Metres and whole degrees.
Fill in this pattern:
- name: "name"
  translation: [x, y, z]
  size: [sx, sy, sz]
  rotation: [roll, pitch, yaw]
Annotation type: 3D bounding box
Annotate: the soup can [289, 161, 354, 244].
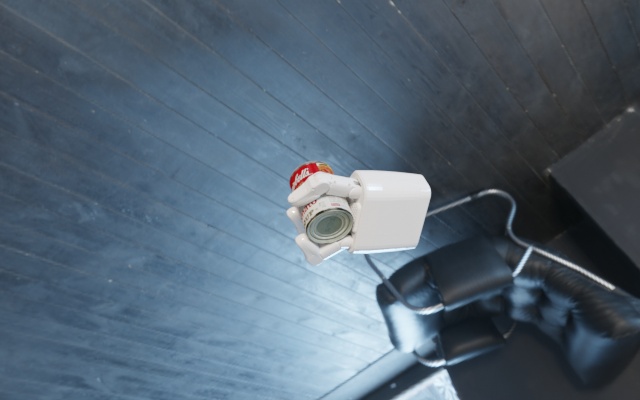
- name: "soup can"
  translation: [0.000, 0.002, 0.668]
  size: [0.068, 0.068, 0.102]
  rotation: [0, 42, -21]
